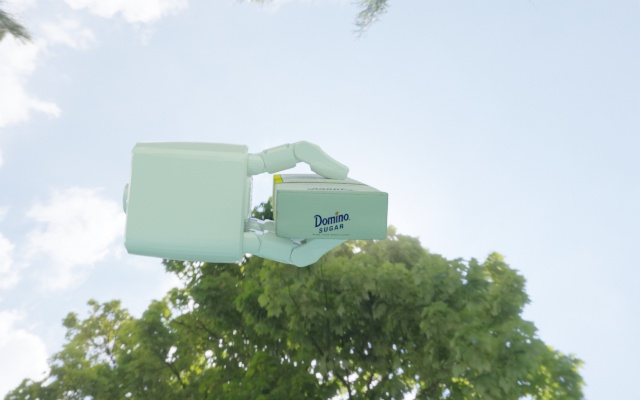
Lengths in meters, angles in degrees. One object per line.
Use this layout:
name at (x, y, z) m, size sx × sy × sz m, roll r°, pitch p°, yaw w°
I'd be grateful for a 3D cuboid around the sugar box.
sugar box at (0.000, 0.002, 0.464) m, size 0.093 × 0.048 × 0.176 m, roll 1°, pitch 9°, yaw -6°
